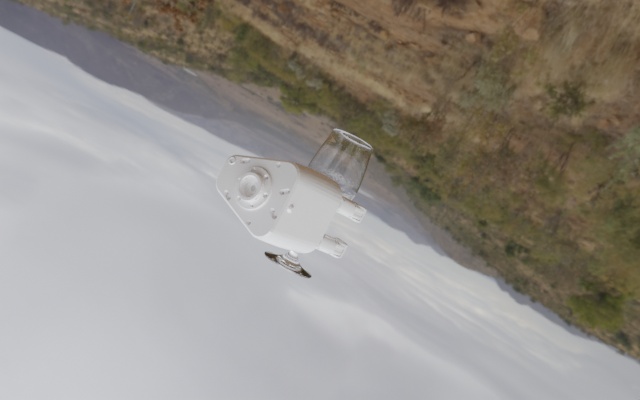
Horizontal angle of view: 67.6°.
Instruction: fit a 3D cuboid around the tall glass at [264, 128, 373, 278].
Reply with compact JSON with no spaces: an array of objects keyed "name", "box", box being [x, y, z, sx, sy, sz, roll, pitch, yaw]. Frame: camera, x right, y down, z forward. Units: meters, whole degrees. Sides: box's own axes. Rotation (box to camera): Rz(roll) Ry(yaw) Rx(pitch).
[{"name":"tall glass","box":[0.000,0.003,0.664,0.079,0.201,0.079,28,2,-1]}]
